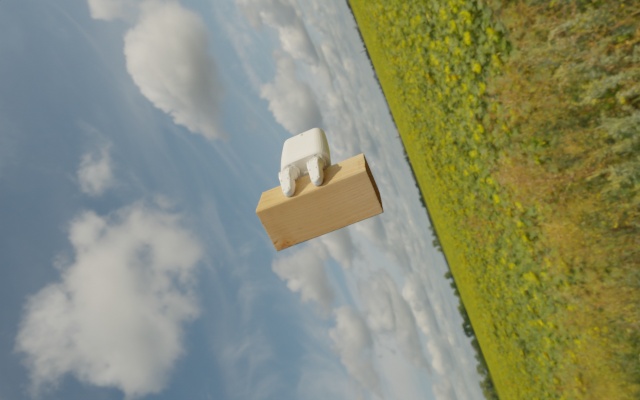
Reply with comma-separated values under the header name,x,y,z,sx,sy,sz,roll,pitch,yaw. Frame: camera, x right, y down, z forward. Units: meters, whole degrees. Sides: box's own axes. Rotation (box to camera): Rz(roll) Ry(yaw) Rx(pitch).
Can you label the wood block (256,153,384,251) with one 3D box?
name,x,y,z,sx,sy,sz,roll,pitch,yaw
wood block,0.000,0.003,0.868,0.206,0.091,0.090,-21,22,12
